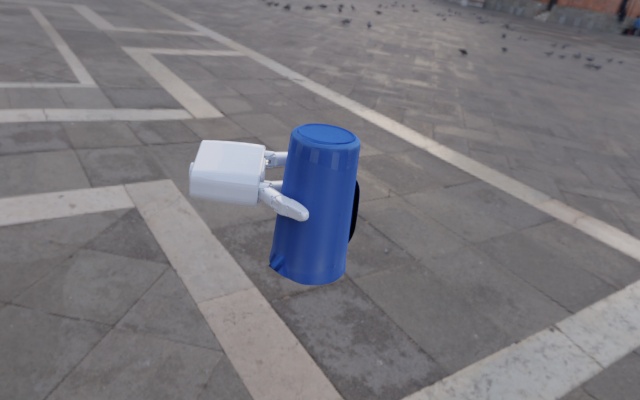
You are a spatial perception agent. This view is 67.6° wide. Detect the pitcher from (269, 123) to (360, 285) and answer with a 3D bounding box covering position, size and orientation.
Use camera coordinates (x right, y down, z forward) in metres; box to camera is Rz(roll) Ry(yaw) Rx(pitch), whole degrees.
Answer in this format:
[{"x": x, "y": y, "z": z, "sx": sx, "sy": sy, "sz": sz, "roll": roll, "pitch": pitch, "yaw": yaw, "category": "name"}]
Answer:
[{"x": 0.000, "y": 0.003, "z": 0.783, "sx": 0.145, "sy": 0.243, "sz": 0.149, "roll": 8, "pitch": 26, "yaw": -2, "category": "pitcher"}]
